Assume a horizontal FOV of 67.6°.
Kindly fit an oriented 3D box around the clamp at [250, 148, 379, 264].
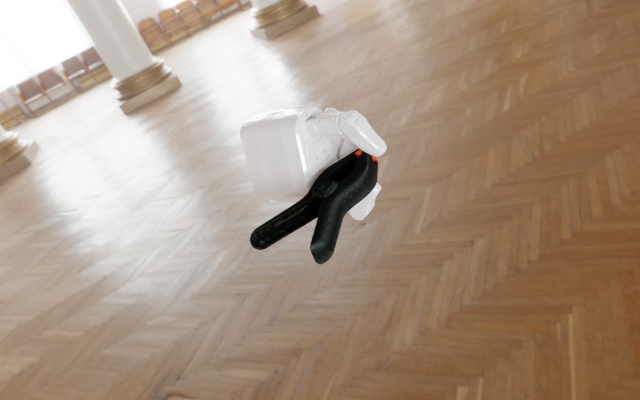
[{"bbox_3d":[0.000,0.001,0.521,0.120,0.039,0.171,3,40,39],"label":"clamp"}]
